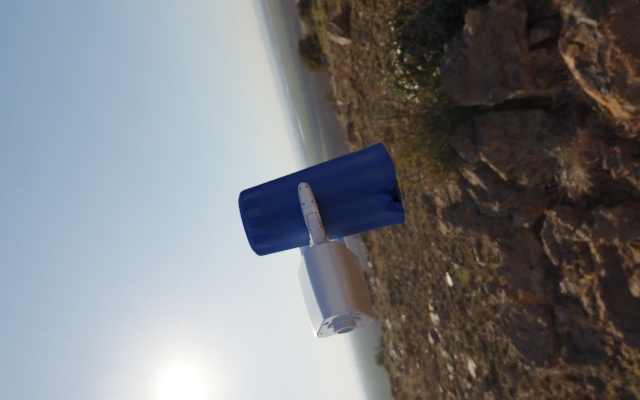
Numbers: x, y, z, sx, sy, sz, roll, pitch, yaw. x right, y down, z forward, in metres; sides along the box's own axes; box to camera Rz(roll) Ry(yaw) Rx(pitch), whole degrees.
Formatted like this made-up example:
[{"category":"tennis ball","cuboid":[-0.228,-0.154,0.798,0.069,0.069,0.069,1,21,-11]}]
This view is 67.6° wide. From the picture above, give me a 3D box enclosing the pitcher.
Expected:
[{"category":"pitcher","cuboid":[0.000,0.003,0.758,0.243,0.145,0.149,-16,-30,-2]}]
